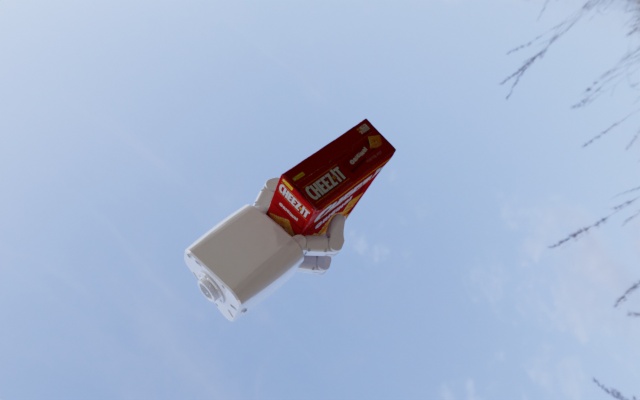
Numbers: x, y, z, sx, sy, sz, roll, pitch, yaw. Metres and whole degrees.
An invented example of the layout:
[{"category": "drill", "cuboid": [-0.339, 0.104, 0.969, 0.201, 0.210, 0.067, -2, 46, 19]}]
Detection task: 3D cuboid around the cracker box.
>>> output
[{"category": "cracker box", "cuboid": [0.000, 0.002, 0.690, 0.164, 0.072, 0.214, -37, -12, -32]}]
